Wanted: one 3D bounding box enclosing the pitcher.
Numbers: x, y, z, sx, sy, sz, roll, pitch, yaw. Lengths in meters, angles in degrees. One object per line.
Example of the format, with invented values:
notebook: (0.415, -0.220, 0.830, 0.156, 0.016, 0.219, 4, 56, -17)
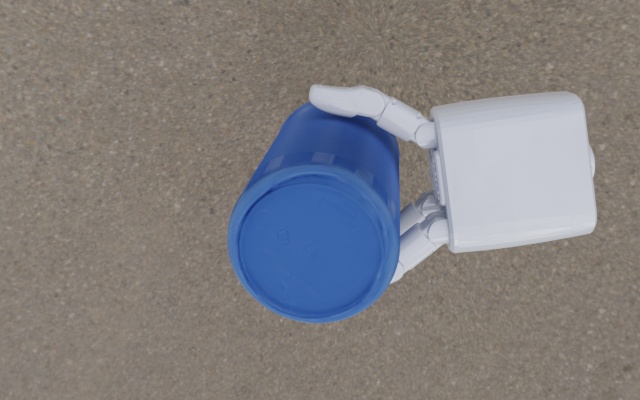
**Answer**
pitcher: (0.000, 0.001, 0.402, 0.145, 0.149, 0.242, -6, 18, 8)
